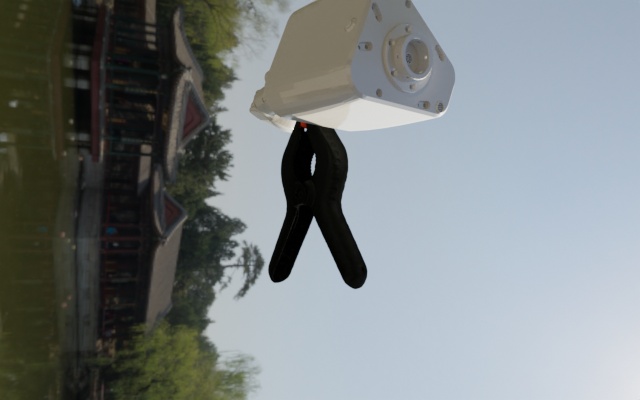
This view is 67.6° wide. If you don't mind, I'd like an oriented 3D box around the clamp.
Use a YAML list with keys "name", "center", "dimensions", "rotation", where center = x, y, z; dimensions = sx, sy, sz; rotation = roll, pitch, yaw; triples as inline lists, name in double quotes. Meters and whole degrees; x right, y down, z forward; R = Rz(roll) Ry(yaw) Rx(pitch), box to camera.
- name: "clamp"
  center: [0.000, 0.001, 0.443]
  dimensions: [0.120, 0.171, 0.039]
  rotation: [6, 3, 40]
